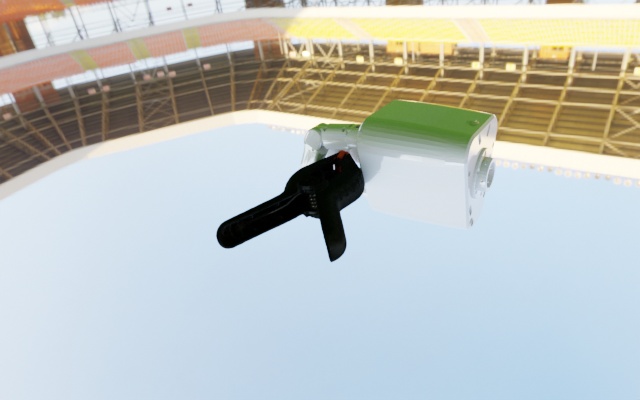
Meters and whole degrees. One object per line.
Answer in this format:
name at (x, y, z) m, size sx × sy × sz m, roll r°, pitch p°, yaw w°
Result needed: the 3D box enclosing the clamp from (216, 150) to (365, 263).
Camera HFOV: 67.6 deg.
clamp at (0.000, 0.002, 0.442) m, size 0.120 × 0.039 × 0.171 m, roll 15°, pitch 39°, yaw 31°
